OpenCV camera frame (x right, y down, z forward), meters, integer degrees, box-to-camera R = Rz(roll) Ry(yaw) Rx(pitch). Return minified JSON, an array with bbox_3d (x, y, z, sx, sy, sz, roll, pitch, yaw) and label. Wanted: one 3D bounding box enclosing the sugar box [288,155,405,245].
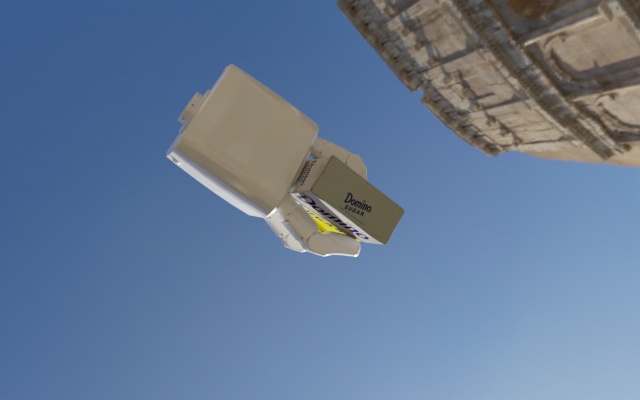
[{"bbox_3d":[0.000,0.002,0.504,0.093,0.048,0.176,36,-12,-19],"label":"sugar box"}]
